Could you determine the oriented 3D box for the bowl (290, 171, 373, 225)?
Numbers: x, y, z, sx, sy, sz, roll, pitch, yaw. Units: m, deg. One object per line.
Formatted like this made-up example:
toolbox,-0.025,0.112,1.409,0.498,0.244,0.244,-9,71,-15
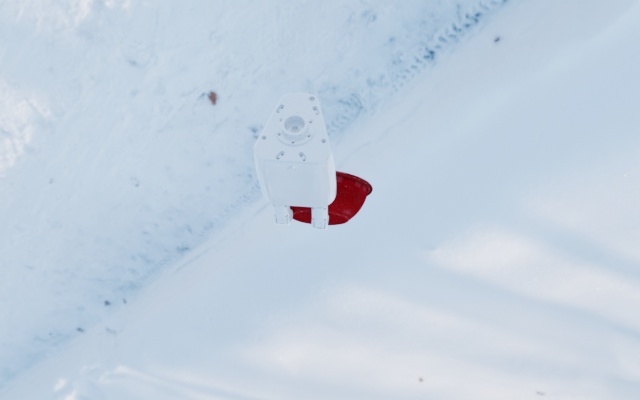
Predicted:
bowl,0.000,0.003,0.752,0.162,0.055,0.162,4,-16,1
